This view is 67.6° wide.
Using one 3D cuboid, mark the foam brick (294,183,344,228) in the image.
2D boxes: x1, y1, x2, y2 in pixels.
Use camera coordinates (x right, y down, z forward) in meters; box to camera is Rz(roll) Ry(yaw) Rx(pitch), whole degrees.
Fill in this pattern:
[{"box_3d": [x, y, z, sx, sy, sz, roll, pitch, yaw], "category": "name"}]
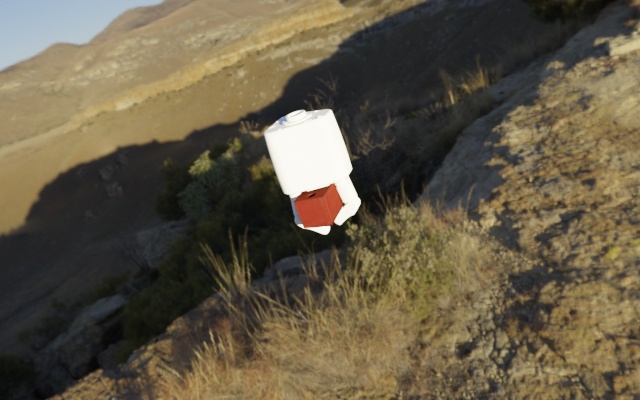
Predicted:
[{"box_3d": [0.000, 0.003, 0.774, 0.053, 0.051, 0.078, -8, 25, 24], "category": "foam brick"}]
